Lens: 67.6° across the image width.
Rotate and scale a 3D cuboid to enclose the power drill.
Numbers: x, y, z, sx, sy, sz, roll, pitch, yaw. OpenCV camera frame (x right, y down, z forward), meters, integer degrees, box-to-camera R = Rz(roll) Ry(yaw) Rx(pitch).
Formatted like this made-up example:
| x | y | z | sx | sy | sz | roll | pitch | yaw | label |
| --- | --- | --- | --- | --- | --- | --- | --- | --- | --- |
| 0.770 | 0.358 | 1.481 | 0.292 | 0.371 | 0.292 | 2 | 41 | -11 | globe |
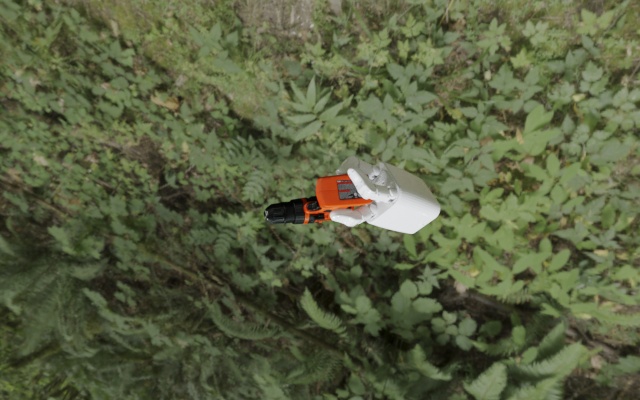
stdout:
| x | y | z | sx | sy | sz | roll | pitch | yaw | label |
| --- | --- | --- | --- | --- | --- | --- | --- | --- | --- |
| 0.001 | 0.003 | 0.885 | 0.184 | 0.057 | 0.188 | -7 | -9 | -21 | power drill |
